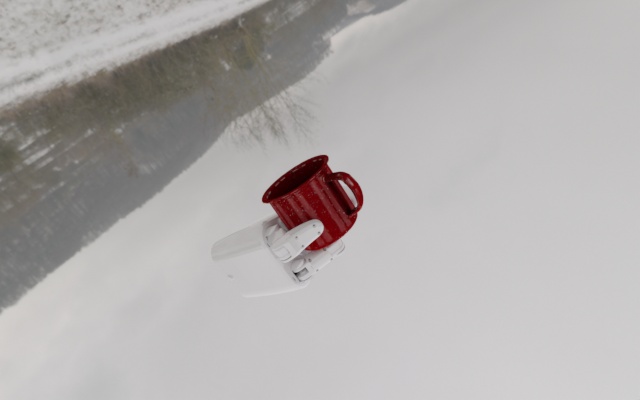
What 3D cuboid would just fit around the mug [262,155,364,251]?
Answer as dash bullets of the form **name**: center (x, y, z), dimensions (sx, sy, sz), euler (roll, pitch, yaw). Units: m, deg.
- **mug**: center (0.001, 0.002, 0.559), dimensions (0.117, 0.081, 0.093), euler (-20, 23, 37)
